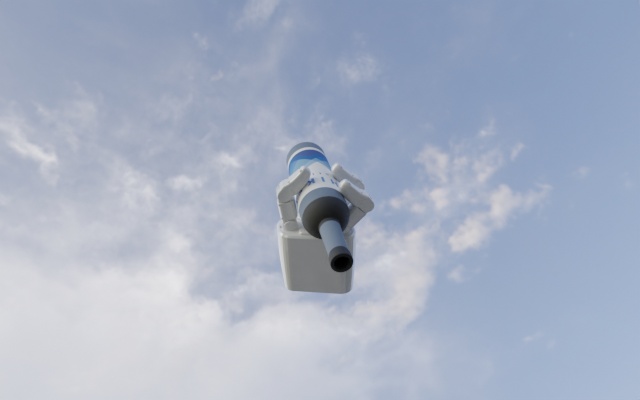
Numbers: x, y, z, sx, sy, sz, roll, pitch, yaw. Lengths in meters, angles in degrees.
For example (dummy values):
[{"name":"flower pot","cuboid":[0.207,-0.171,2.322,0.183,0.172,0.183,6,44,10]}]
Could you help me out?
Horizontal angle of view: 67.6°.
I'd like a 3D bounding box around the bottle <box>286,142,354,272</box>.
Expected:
[{"name":"bottle","cuboid":[0.000,0.002,0.675,0.069,0.069,0.295,0,28,-11]}]
